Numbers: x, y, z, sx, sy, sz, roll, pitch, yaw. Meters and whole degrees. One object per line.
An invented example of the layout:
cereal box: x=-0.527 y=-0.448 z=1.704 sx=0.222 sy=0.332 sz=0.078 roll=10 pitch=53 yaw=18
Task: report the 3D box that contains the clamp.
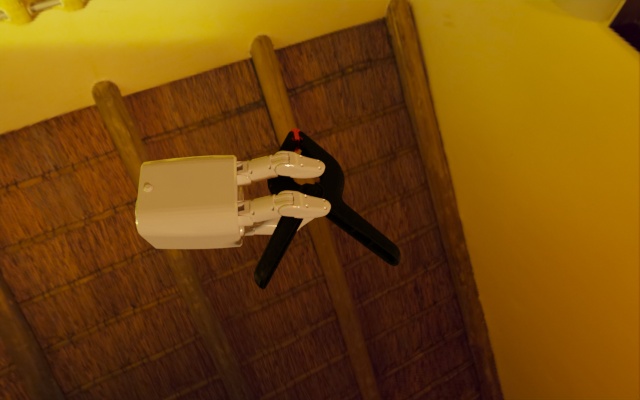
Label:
clamp: x=0.000 y=0.002 z=0.569 sx=0.164 sy=0.209 sz=0.036 roll=-1 pitch=-33 yaw=-10
